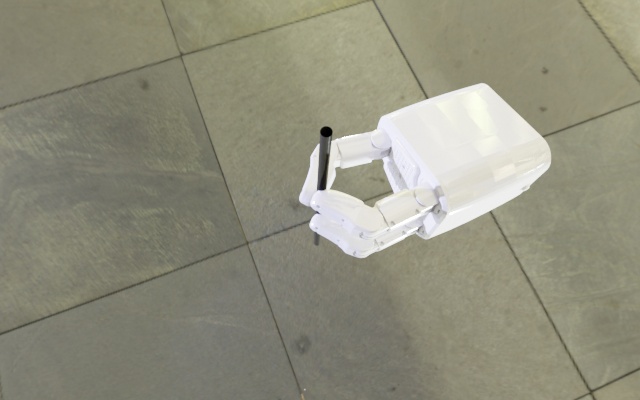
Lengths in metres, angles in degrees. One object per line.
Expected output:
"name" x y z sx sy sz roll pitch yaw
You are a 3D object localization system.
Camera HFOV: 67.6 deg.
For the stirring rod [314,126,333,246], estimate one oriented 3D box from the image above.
"stirring rod" 0.000 0.001 0.410 0.011 0.011 0.240 0 -22 -2
